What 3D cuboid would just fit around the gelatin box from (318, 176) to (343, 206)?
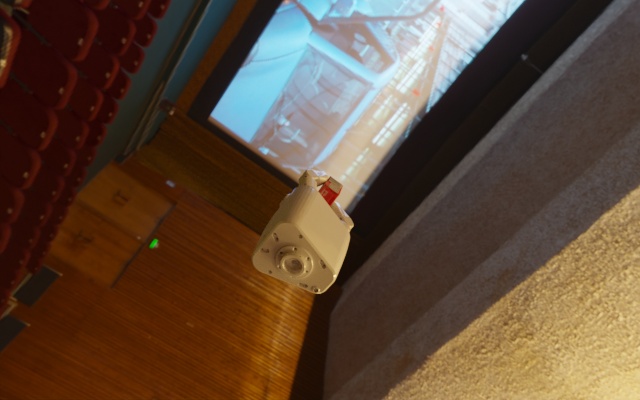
[{"bbox_3d":[0.001,0.003,0.767,0.030,0.073,0.089,38,14,-2],"label":"gelatin box"}]
